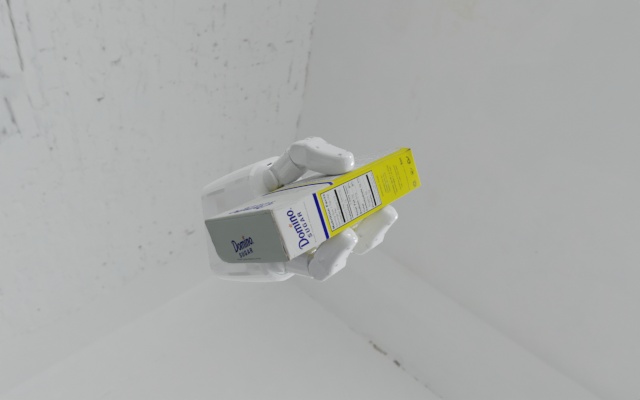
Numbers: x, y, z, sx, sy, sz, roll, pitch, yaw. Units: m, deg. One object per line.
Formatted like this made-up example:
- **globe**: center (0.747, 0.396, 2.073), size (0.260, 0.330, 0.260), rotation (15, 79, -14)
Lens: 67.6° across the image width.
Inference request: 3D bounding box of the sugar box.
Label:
- **sugar box**: center (0.000, 0.002, 0.414), size (0.093, 0.048, 0.176), rotation (-9, 15, 47)
